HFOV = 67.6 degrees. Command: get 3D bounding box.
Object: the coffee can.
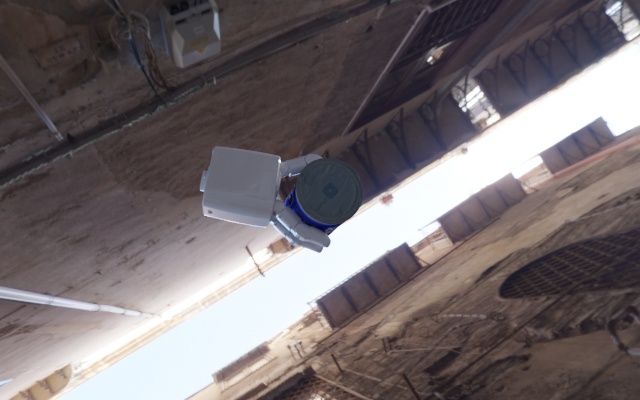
[{"bbox_3d":[0.000,0.002,0.771,0.103,0.102,0.140,0,-15,-13],"label":"coffee can"}]
